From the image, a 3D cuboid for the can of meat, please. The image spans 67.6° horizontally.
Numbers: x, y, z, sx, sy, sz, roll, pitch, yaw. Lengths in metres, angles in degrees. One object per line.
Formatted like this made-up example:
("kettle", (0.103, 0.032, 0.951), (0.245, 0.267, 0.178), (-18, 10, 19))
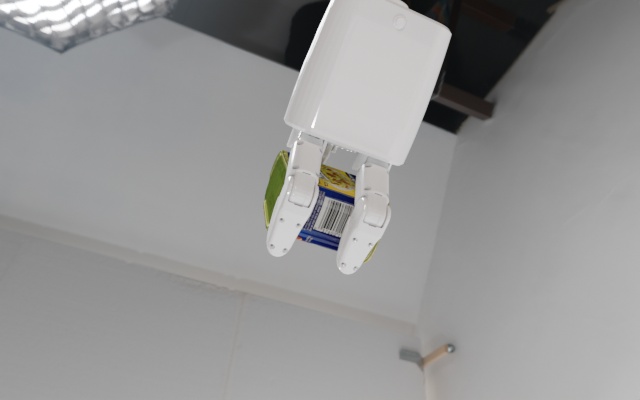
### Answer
("can of meat", (0.000, 0.001, 0.403), (0.084, 0.057, 0.102), (18, 15, -15))
